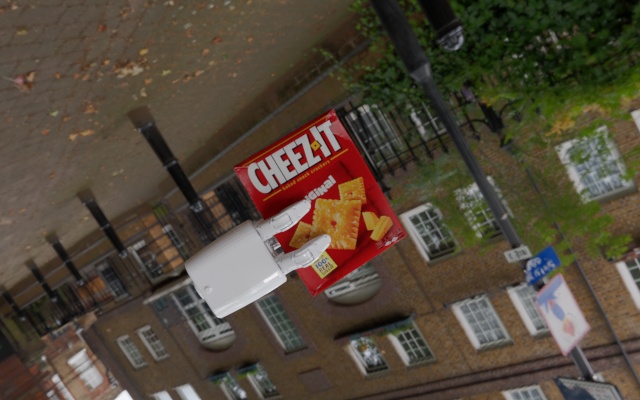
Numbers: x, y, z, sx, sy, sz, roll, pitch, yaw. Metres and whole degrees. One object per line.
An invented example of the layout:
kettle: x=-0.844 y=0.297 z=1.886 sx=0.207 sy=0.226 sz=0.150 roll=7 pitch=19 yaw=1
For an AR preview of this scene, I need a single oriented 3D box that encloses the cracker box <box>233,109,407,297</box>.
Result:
cracker box: x=0.000 y=0.002 z=0.686 sx=0.164 sy=0.214 sz=0.072 roll=-32 pitch=7 yaw=-5
